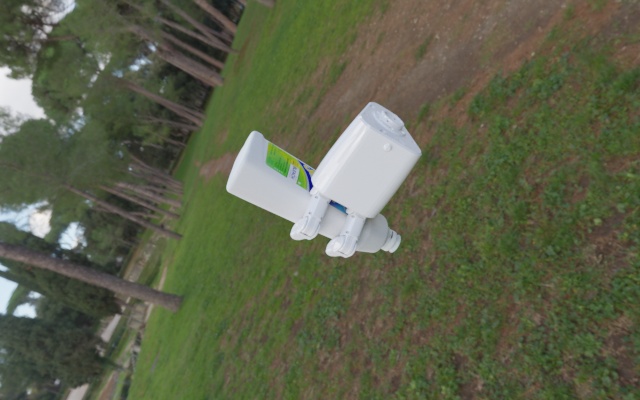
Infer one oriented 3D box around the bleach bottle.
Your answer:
[{"bbox_3d":[0.000,0.002,0.660,0.251,0.068,0.102,27,29,-16],"label":"bleach bottle"}]
